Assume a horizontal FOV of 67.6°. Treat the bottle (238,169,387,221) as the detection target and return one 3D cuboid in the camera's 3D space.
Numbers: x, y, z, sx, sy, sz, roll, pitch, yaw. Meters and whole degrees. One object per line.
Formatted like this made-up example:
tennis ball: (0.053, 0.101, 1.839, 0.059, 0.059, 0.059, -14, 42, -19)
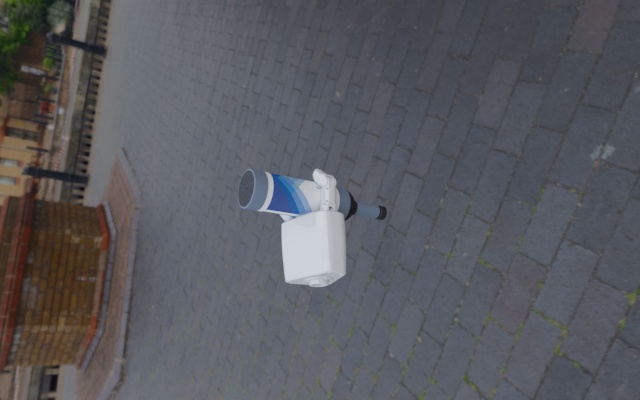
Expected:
bottle: (0.000, 0.003, 0.863, 0.296, 0.069, 0.069, 10, -6, -32)
